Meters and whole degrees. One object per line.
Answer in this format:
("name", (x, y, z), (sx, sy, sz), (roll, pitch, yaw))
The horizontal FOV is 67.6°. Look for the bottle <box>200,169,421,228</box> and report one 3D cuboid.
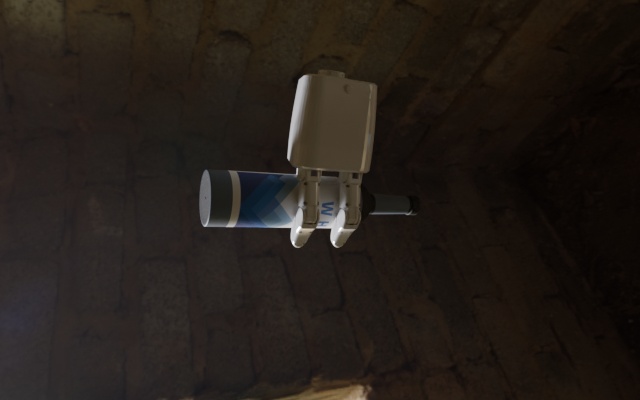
("bottle", (0.000, 0.002, 0.612), (0.296, 0.069, 0.069), (2, -1, -25))
